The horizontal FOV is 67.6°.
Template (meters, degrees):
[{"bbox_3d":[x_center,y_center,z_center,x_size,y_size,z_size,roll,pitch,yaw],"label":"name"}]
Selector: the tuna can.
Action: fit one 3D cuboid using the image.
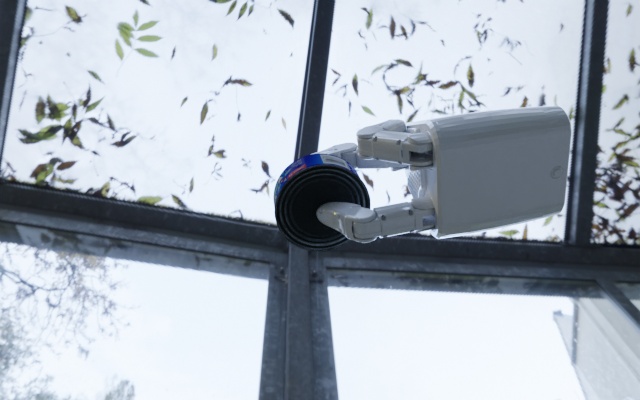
[{"bbox_3d":[0.000,0.001,0.434,0.086,0.086,0.033,0,26,-10],"label":"tuna can"}]
